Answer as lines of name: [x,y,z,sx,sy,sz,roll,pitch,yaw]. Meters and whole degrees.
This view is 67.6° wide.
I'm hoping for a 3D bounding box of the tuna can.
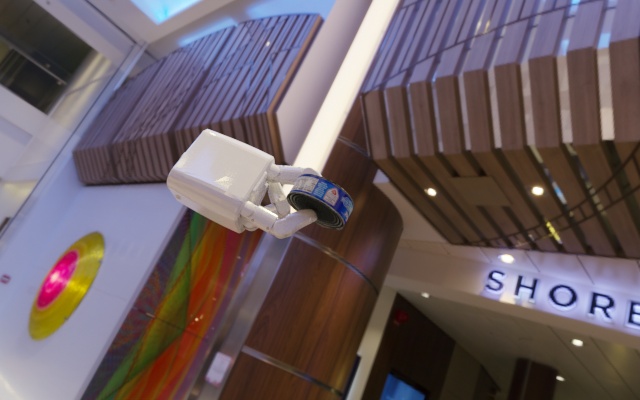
tuna can: [0.000,0.002,0.631,0.086,0.033,0.086,26,-21,11]
